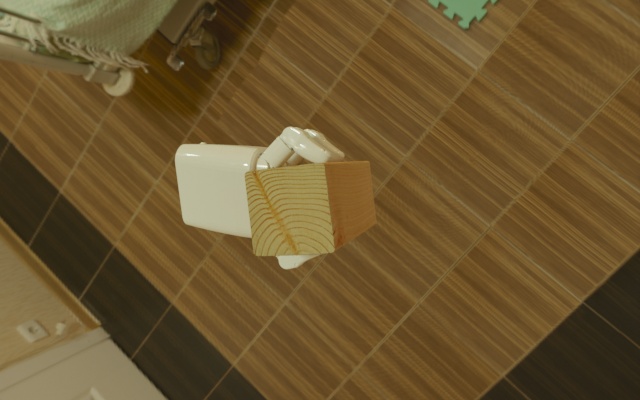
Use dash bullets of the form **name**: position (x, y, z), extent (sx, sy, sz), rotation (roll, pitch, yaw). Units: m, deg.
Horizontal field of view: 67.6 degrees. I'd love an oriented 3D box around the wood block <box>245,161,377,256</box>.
- **wood block**: position (0.000, 0.002, 0.572), extent (0.090, 0.091, 0.206), rotation (-5, 4, 19)
